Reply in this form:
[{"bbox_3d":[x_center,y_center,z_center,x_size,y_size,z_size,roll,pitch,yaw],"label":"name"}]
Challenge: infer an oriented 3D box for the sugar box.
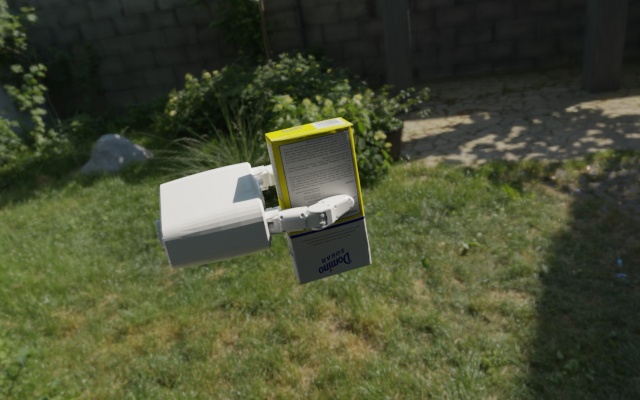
[{"bbox_3d":[0.000,0.002,0.551,0.093,0.176,0.048,-14,24,-12],"label":"sugar box"}]
